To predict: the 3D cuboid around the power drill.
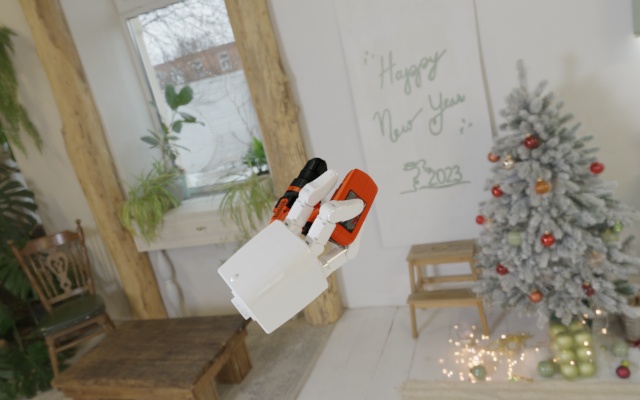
[{"bbox_3d":[0.000,0.003,0.718,0.057,0.184,0.187,37,-23,-25],"label":"power drill"}]
